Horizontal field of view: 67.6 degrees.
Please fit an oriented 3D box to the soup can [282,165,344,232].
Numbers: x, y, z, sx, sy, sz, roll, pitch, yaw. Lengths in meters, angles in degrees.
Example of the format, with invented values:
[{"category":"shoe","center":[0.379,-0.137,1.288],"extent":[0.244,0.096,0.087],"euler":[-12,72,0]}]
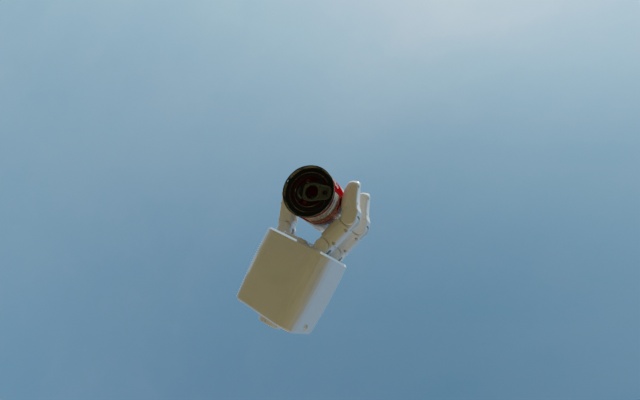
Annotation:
[{"category":"soup can","center":[0.000,0.002,0.633],"extent":[0.068,0.068,0.102],"euler":[0,-16,19]}]
